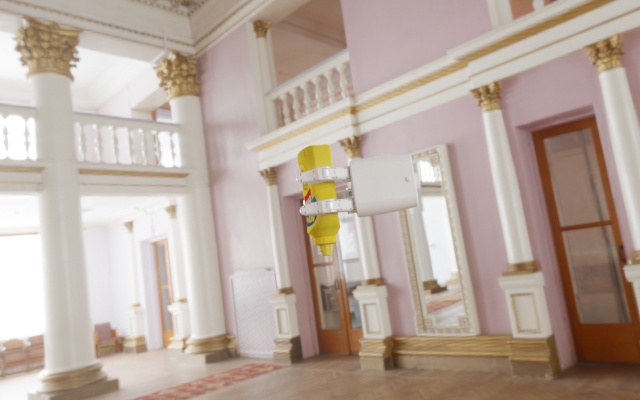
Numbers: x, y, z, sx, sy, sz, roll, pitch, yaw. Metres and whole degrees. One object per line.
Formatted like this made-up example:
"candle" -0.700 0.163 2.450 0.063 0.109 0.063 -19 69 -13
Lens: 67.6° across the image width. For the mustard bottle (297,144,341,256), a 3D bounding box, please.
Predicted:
"mustard bottle" 0.000 0.003 0.849 0.058 0.191 0.096 -6 -8 -18
